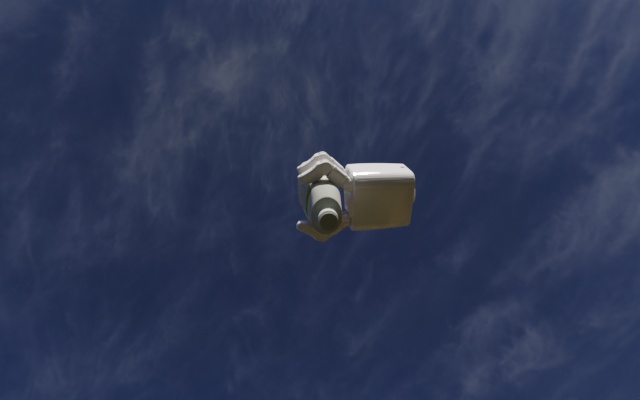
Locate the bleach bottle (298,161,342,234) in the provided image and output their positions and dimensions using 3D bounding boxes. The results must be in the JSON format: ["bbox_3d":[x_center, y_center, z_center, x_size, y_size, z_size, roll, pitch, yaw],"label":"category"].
[{"bbox_3d":[0.000,0.003,0.838,0.068,0.102,0.250,-2,18,-5],"label":"bleach bottle"}]
